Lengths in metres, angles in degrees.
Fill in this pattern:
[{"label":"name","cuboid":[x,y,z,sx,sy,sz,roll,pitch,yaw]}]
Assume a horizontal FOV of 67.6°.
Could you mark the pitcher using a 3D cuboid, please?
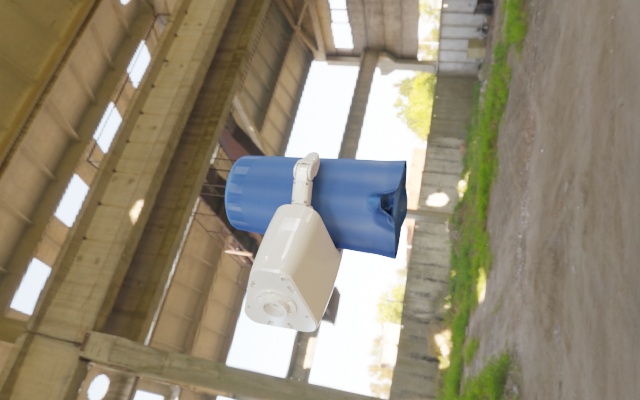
[{"label":"pitcher","cuboid":[0.000,0.002,0.674,0.243,0.149,0.145,6,42,14]}]
